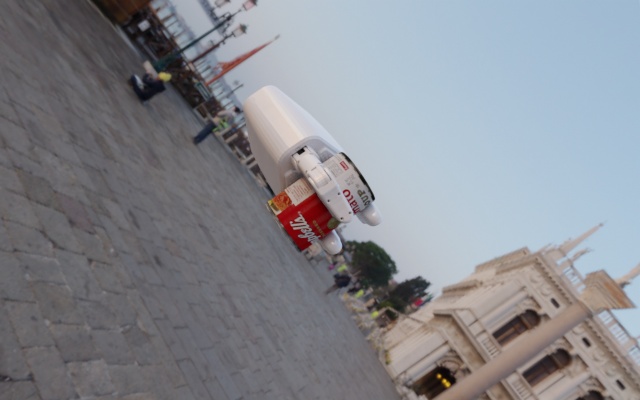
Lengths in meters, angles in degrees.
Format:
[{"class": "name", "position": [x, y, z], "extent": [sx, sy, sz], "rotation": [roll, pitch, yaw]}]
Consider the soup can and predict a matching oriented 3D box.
[{"class": "soup can", "position": [0.001, 0.002, 0.524], "extent": [0.102, 0.068, 0.068], "rotation": [-34, 1, -2]}]
